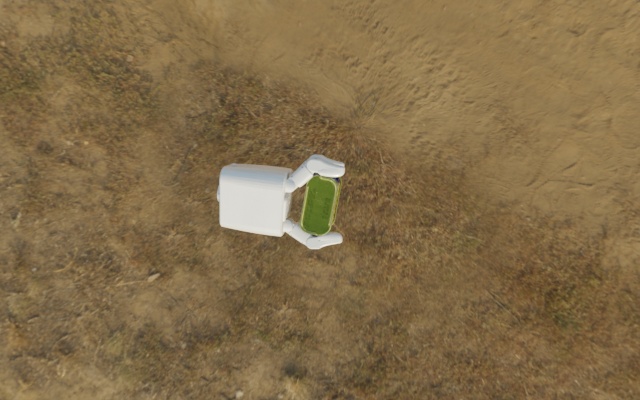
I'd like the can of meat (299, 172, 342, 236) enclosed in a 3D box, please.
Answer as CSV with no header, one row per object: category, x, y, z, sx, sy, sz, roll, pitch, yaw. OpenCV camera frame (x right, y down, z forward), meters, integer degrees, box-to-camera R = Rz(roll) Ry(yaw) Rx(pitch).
can of meat,0.000,0.003,0.796,0.057,0.102,0.084,11,9,3
